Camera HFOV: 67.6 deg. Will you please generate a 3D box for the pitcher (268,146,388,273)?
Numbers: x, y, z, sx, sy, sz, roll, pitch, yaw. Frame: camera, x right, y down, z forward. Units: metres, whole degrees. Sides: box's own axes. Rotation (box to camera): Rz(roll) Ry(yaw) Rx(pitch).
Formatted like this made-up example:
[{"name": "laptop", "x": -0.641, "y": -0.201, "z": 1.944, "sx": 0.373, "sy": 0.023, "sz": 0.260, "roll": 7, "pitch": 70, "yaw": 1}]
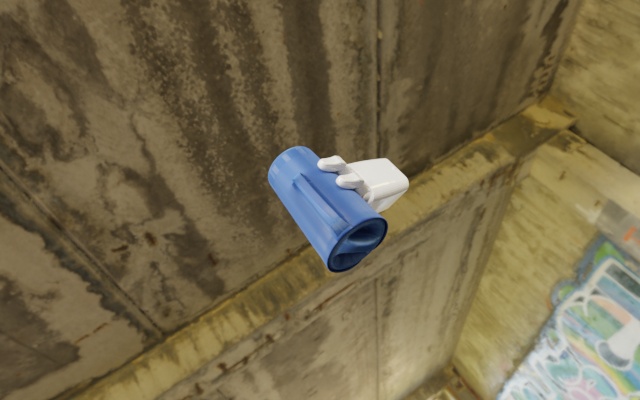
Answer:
[{"name": "pitcher", "x": 0.000, "y": 0.003, "z": 0.890, "sx": 0.145, "sy": 0.149, "sz": 0.242, "roll": -16, "pitch": 50, "yaw": -34}]
